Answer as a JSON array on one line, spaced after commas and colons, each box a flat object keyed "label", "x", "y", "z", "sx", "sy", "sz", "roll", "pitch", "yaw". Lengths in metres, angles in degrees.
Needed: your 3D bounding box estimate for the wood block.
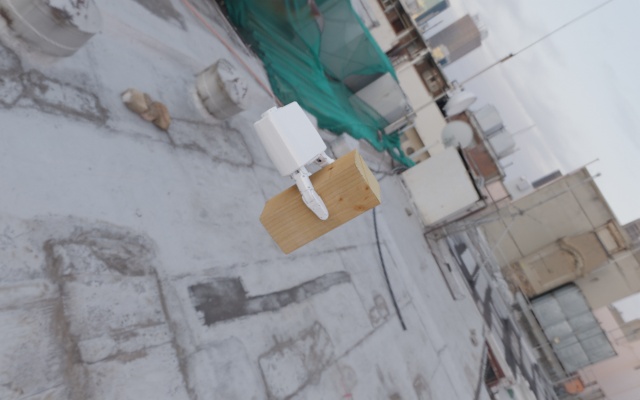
[{"label": "wood block", "x": 0.000, "y": 0.003, "z": 0.891, "sx": 0.206, "sy": 0.090, "sz": 0.090, "roll": -30, "pitch": 19, "yaw": 17}]
